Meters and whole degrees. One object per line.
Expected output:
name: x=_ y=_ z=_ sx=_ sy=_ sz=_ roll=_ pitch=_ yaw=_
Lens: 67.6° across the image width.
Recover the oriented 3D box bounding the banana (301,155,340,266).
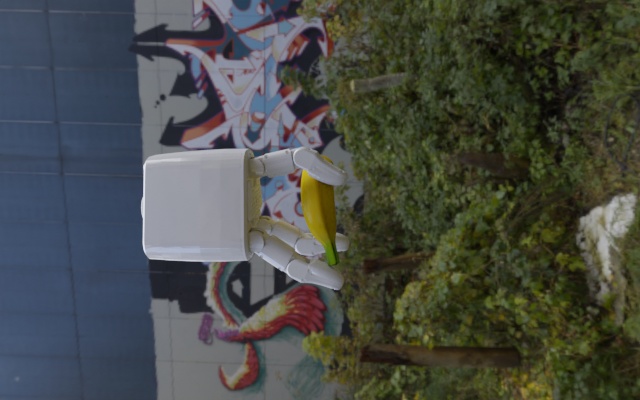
banana: x=-0.002 y=-0.012 z=0.547 sx=0.037 sy=0.070 sz=0.197 roll=-5 pitch=32 yaw=3
